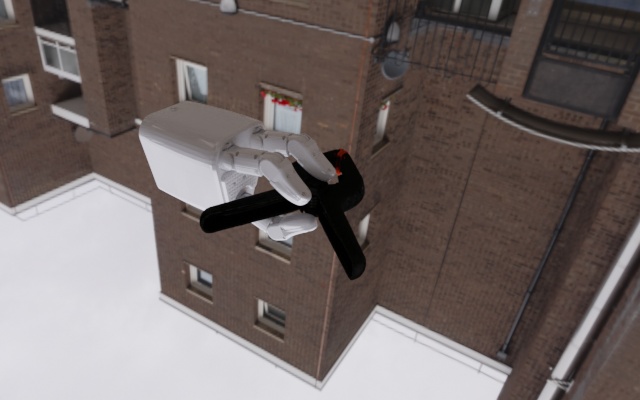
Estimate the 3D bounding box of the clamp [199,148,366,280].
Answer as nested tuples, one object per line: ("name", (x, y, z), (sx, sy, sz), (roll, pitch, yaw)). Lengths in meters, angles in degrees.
("clamp", (0.000, 0.002, 0.508), (0.164, 0.036, 0.210), (21, 35, 19))
